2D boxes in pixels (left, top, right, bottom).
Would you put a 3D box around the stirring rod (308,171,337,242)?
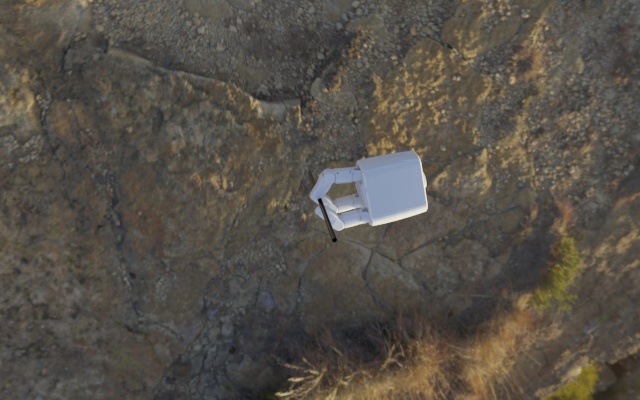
[{"bbox_3d":[0.000,0.003,0.830,0.011,0.011,0.239,0,29,-12],"label":"stirring rod"}]
